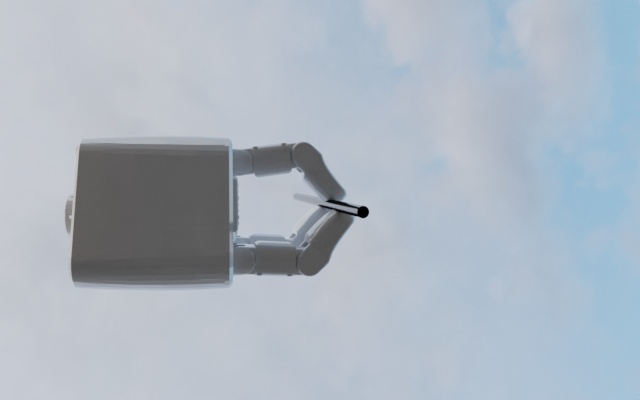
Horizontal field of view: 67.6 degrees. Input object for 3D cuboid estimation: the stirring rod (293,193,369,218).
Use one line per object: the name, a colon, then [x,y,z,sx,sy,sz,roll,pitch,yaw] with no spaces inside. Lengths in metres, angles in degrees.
stirring rod: [0.000,0.001,0.416,0.011,0.011,0.239,0,3,-13]
